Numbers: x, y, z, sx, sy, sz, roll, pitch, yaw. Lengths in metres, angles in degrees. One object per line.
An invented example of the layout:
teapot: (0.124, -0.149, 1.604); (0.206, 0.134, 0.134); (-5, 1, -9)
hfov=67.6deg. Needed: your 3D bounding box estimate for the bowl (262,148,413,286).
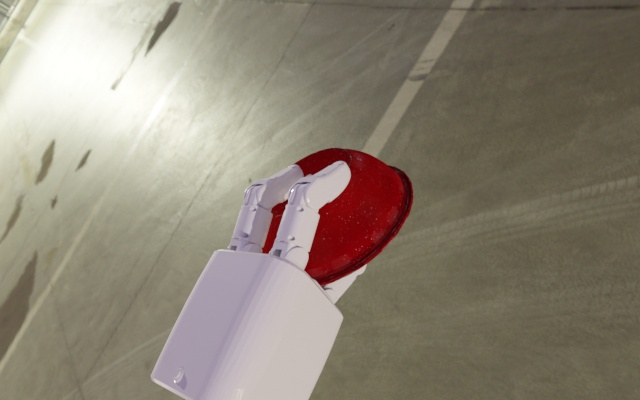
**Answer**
bowl: (0.000, 0.000, 0.439); (0.162, 0.055, 0.162); (-26, 30, 16)
